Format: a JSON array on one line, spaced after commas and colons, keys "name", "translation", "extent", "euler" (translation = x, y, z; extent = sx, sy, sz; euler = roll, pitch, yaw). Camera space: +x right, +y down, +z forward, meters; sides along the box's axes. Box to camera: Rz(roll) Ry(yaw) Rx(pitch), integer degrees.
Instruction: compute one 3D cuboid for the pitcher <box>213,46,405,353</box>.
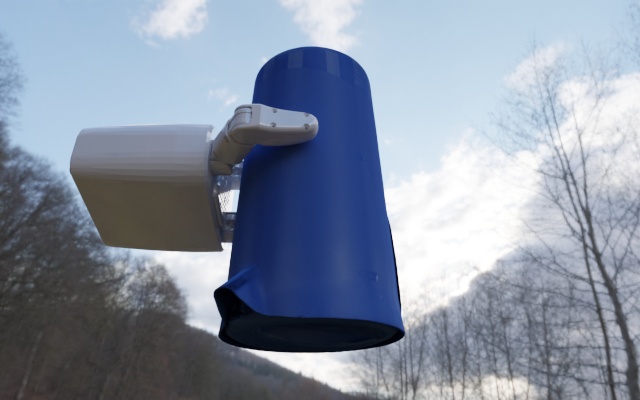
[{"name": "pitcher", "translation": [0.000, 0.001, 0.401], "extent": [0.145, 0.242, 0.149], "euler": [0, -27, 0]}]
